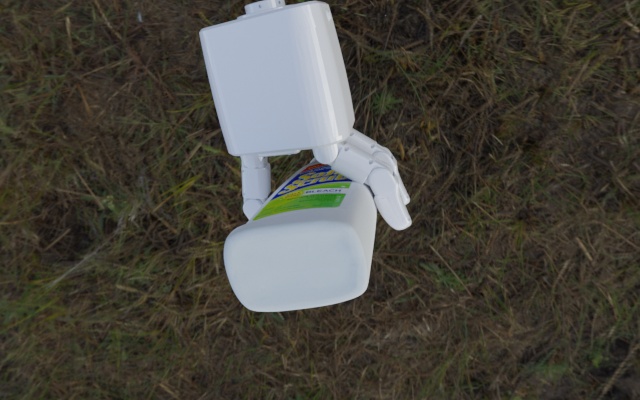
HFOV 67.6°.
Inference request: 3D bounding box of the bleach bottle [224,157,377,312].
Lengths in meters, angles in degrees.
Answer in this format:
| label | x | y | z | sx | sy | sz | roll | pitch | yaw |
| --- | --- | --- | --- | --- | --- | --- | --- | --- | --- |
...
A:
| label | x | y | z | sx | sy | sz | roll | pitch | yaw |
| --- | --- | --- | --- | --- | --- | --- | --- | --- | --- |
| bleach bottle | 0.000 | 0.001 | 0.434 | 0.102 | 0.068 | 0.250 | -8 | 20 | 11 |
